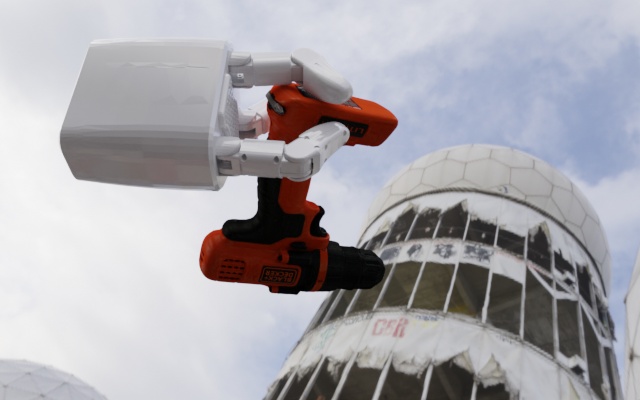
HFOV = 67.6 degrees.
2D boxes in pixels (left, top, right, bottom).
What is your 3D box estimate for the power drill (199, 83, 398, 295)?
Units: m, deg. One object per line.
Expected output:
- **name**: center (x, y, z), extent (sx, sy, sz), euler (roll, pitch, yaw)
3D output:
- **power drill**: center (0.000, 0.001, 0.424), extent (0.184, 0.188, 0.057), euler (8, 24, -25)
